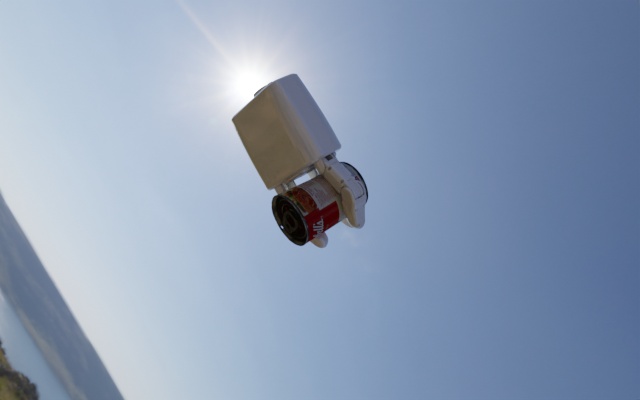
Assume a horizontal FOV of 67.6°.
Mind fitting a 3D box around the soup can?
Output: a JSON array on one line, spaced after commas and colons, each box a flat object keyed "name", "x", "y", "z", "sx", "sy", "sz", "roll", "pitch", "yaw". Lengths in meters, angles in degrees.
[{"name": "soup can", "x": 0.001, "y": 0.002, "z": 0.587, "sx": 0.102, "sy": 0.068, "sz": 0.068, "roll": -30, "pitch": 16, "yaw": -30}]
